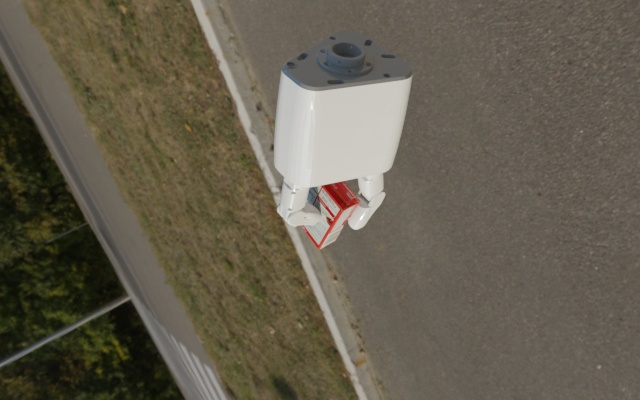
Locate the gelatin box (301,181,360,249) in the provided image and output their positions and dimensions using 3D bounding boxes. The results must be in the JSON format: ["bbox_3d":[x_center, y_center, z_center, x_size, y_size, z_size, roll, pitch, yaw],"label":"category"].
[{"bbox_3d":[0.000,0.002,0.543,0.030,0.073,0.089,-25,-23,-33],"label":"gelatin box"}]
